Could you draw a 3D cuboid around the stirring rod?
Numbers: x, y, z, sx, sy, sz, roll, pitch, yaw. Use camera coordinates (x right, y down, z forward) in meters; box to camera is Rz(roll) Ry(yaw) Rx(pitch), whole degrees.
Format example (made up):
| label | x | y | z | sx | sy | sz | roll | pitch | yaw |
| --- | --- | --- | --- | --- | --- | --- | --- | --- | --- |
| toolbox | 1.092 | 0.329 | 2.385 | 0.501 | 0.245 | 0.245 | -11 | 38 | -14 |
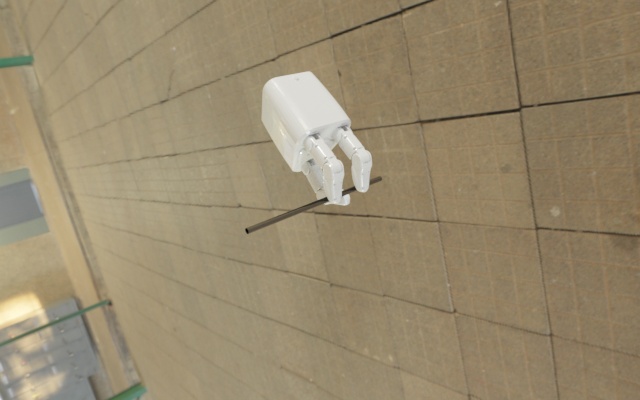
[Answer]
| label | x | y | z | sx | sy | sz | roll | pitch | yaw |
| --- | --- | --- | --- | --- | --- | --- | --- | --- | --- |
| stirring rod | 0.000 | 0.002 | 0.661 | 0.239 | 0.011 | 0.011 | -21 | 13 | -35 |
